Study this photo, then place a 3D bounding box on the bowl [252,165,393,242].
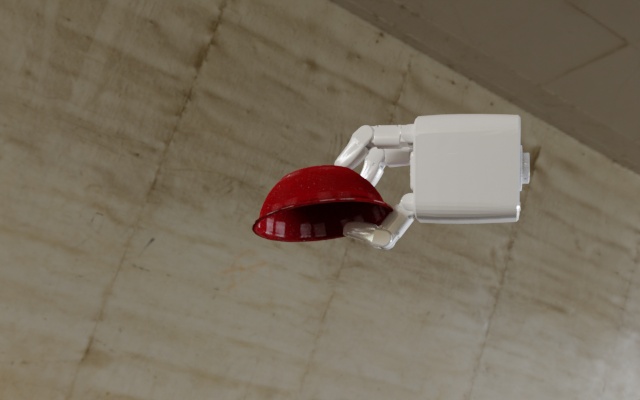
[{"bbox_3d":[-0.001,0.002,0.552,0.162,0.055,0.162,-7,-18,-2],"label":"bowl"}]
